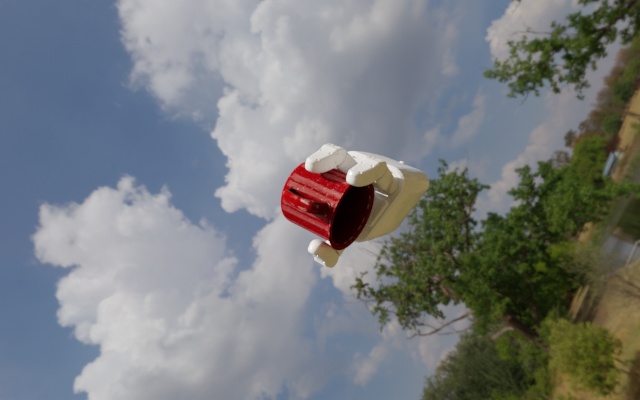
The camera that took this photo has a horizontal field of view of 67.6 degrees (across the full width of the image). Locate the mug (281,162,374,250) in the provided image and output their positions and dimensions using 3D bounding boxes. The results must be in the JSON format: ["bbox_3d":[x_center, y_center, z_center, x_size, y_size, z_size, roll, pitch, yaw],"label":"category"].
[{"bbox_3d":[-0.001,0.002,0.566,0.081,0.093,0.117,24,14,29],"label":"mug"}]
